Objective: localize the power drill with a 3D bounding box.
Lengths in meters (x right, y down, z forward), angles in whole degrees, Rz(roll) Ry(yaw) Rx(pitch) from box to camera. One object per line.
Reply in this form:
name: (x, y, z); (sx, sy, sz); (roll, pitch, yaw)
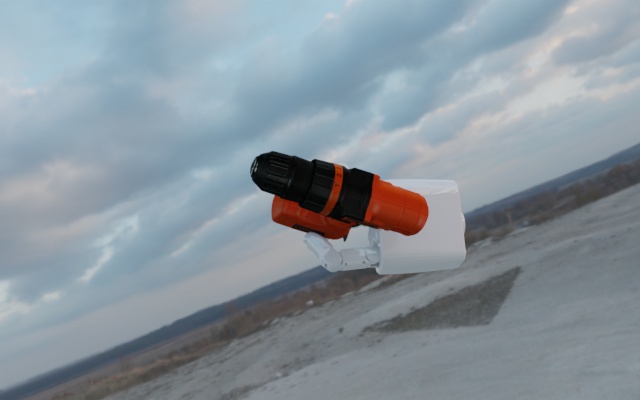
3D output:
power drill: (0.000, 0.002, 0.533); (0.184, 0.057, 0.187); (18, -10, -15)
